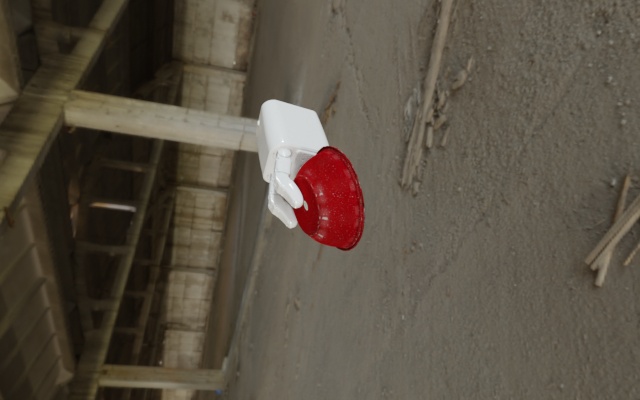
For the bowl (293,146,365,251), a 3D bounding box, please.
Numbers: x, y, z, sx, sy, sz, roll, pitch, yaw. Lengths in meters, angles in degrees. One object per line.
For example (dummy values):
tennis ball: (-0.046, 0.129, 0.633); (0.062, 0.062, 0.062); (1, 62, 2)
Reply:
bowl: (0.000, 0.003, 0.709); (0.055, 0.162, 0.162); (-13, 6, -27)
